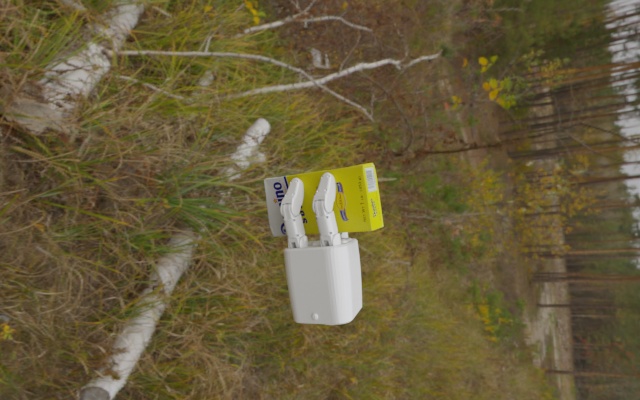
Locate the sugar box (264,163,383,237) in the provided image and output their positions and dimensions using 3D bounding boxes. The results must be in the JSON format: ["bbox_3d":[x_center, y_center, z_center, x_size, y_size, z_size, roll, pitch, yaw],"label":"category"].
[{"bbox_3d":[0.000,0.002,0.703,0.176,0.093,0.048,-7,2,31],"label":"sugar box"}]
